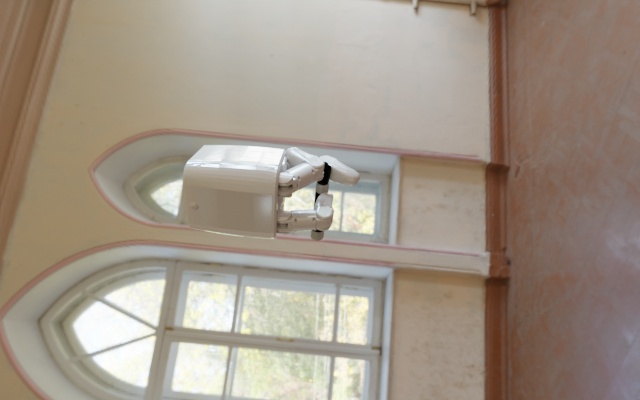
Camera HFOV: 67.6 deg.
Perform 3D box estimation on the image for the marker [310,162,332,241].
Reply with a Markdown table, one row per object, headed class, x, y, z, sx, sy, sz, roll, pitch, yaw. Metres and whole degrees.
| class | x | y | z | sx | sy | sz | roll | pitch | yaw |
| --- | --- | --- | --- | --- | --- | --- | --- | --- | --- |
| marker | 0.000 | 0.002 | 0.634 | 0.020 | 0.121 | 0.020 | 4 | 36 | -3 |
